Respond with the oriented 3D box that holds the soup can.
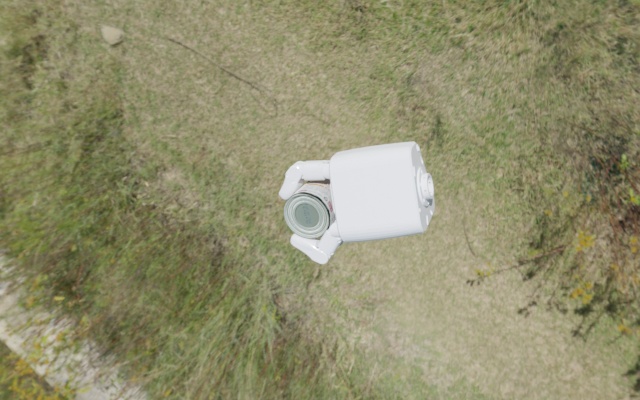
[{"bbox_3d":[0.000,0.002,0.663,0.068,0.068,0.102,0,22,24],"label":"soup can"}]
